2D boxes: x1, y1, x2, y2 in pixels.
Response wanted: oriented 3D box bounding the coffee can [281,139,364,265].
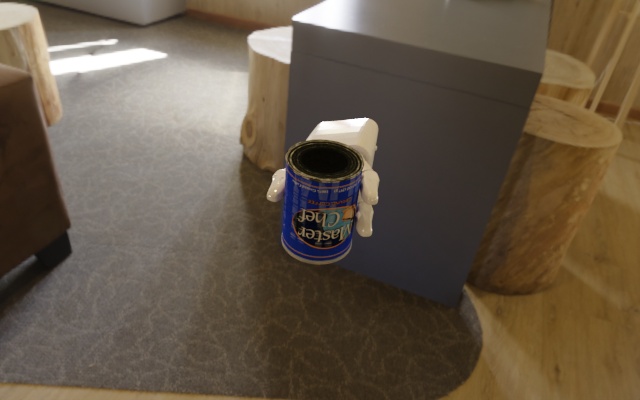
[{"bbox_3d":[0.000,0.002,0.655,0.103,0.140,0.102,4,36,-3],"label":"coffee can"}]
